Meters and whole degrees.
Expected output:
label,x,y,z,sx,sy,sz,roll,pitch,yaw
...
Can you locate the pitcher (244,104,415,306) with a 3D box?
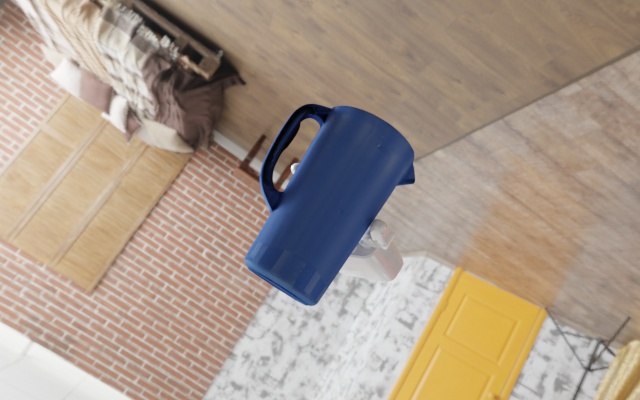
label,x,y,z,sx,sy,sz,roll,pitch,yaw
pitcher,0.000,0.002,0.620,0.149,0.242,0.145,23,-17,35
